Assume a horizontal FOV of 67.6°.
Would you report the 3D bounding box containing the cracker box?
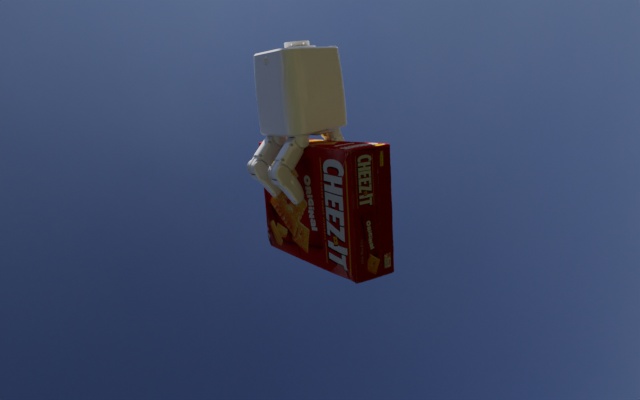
[{"bbox_3d":[0.000,0.002,0.647,0.072,0.164,0.213,-13,16,-33],"label":"cracker box"}]
